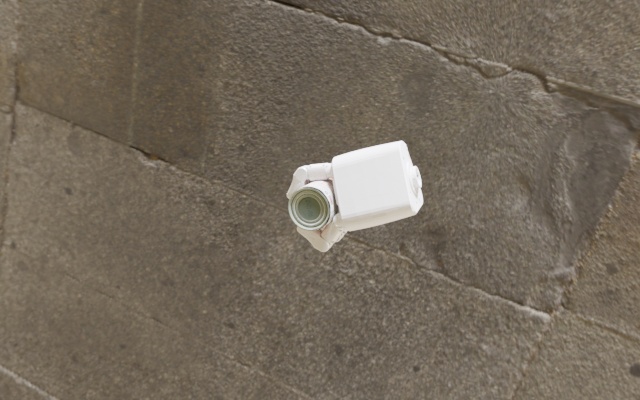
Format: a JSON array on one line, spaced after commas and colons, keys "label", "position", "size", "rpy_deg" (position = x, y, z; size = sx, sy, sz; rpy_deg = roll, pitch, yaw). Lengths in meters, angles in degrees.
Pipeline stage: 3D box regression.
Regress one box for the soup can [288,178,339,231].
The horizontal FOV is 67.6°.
[{"label": "soup can", "position": [0.000, 0.002, 0.733], "size": [0.068, 0.068, 0.102], "rpy_deg": [0, 12, 20]}]
